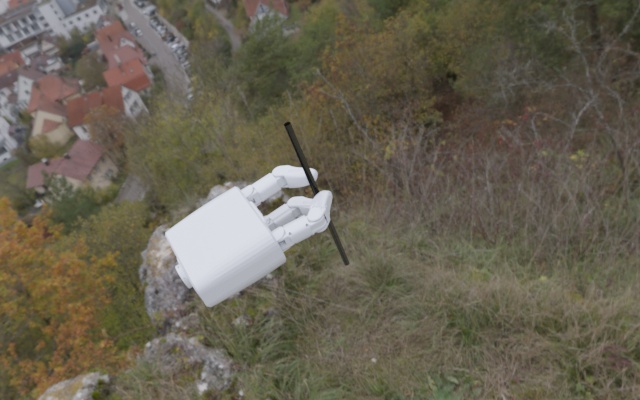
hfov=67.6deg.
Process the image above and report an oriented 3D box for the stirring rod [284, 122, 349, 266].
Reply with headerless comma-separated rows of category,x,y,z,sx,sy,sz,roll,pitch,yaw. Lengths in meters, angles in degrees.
stirring rod,0.000,0.002,0.609,0.011,0.240,0.011,-14,38,11
